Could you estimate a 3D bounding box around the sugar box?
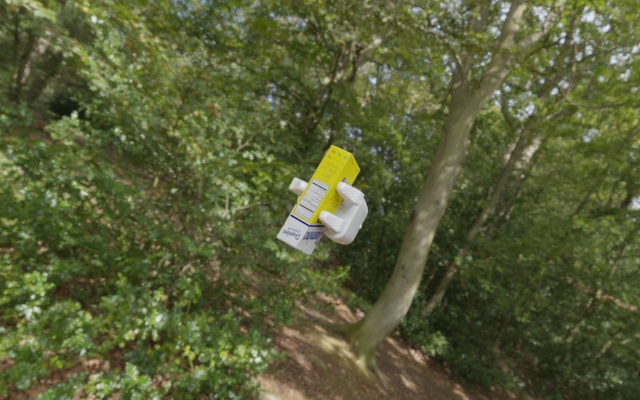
[{"bbox_3d":[0.001,0.003,0.796,0.048,0.176,0.093,26,-6,19],"label":"sugar box"}]
